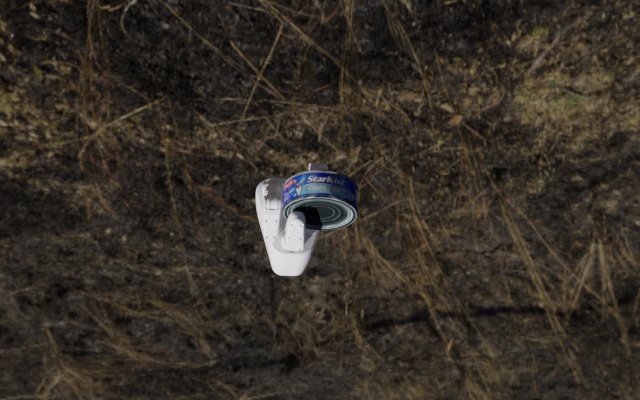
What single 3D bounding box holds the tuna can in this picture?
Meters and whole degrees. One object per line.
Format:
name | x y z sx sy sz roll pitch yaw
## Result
tuna can | 0.000 0.002 0.537 0.086 0.033 0.086 2 -28 1
